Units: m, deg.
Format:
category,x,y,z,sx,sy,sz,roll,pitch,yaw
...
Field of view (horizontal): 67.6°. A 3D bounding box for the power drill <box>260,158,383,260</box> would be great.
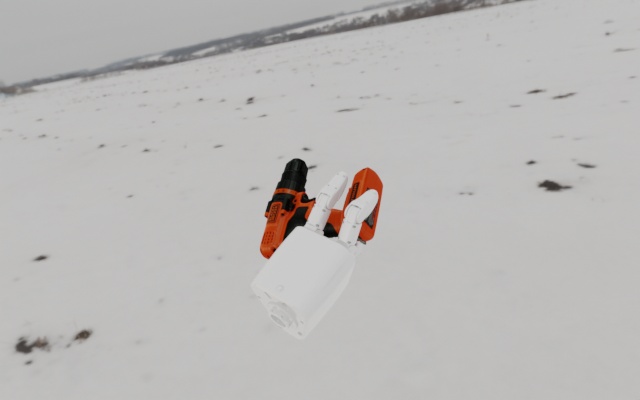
category,x,y,z,sx,sy,sz,roll,pitch,yaw
power drill,0.000,0.003,0.732,0.187,0.184,0.057,-9,-34,36
